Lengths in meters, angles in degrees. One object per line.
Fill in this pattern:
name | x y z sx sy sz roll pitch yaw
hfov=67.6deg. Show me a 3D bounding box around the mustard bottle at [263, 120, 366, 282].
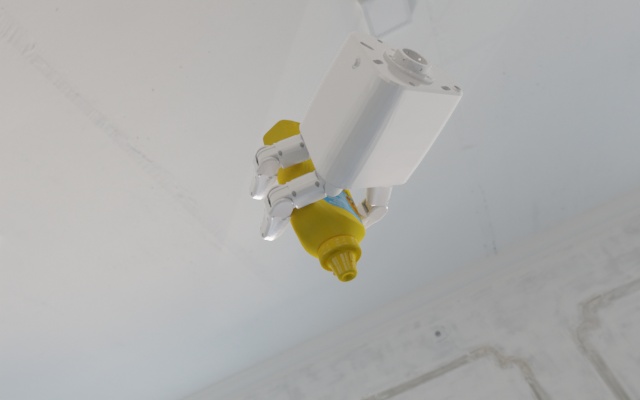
mustard bottle | 0.000 0.002 0.493 0.058 0.191 0.096 -39 -44 19
